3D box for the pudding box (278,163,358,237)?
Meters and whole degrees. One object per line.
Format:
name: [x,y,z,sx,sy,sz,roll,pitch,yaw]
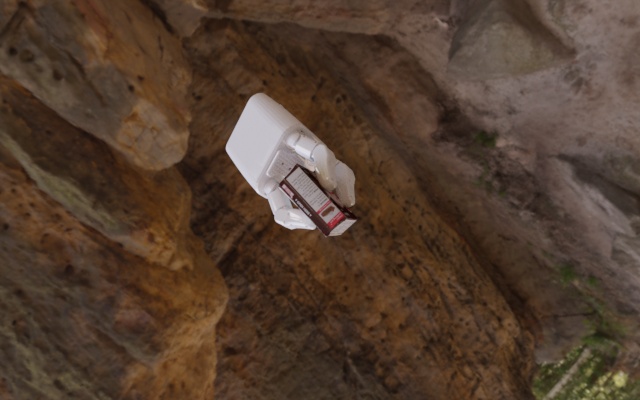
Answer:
pudding box: [0.000,0.002,0.605,0.039,0.090,0.113,-45,-9,8]
